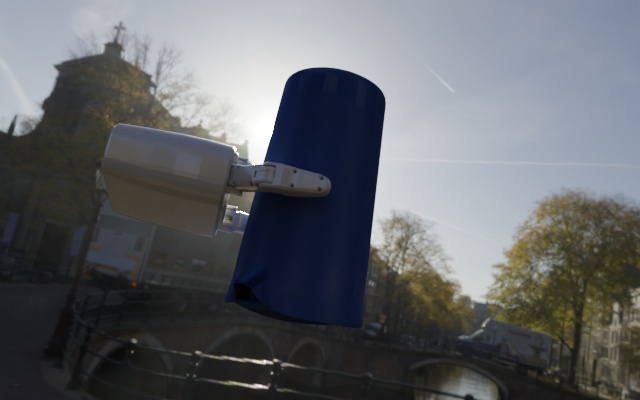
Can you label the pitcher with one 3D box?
[{"bbox_3d":[0.000,0.002,0.486,0.145,0.242,0.149,13,-11,-9],"label":"pitcher"}]
